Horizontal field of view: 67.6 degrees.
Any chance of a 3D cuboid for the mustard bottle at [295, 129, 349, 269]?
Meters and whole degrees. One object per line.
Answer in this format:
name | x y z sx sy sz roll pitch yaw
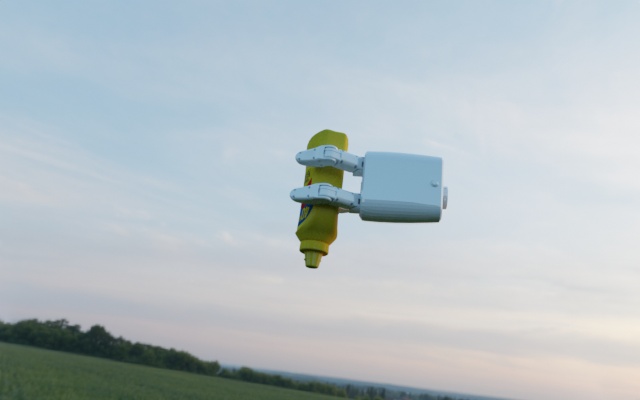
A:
mustard bottle | 0.000 0.002 0.681 0.058 0.191 0.096 12 -21 -14
